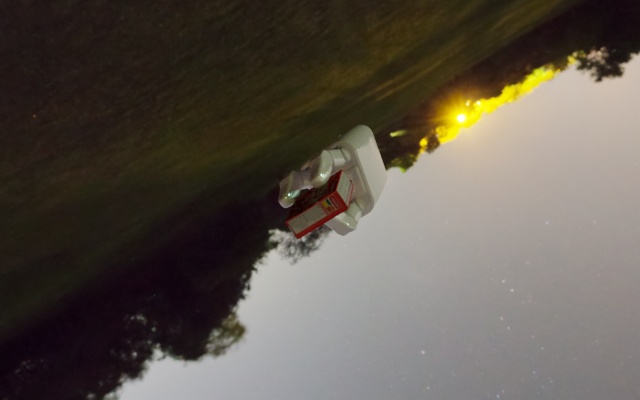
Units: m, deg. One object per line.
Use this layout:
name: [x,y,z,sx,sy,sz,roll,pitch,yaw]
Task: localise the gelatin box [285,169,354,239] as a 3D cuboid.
gelatin box: [0.000,0.002,0.580,0.073,0.030,0.089,-31,13,17]
